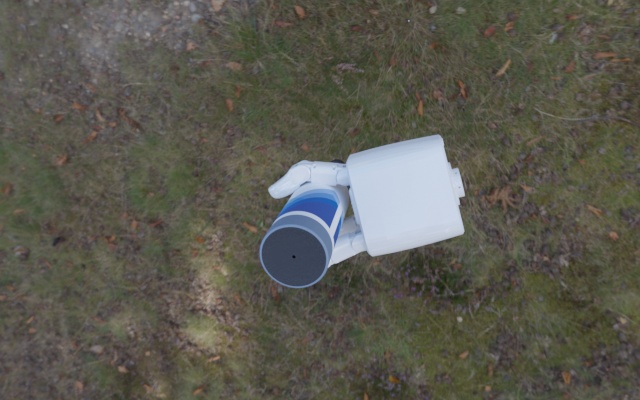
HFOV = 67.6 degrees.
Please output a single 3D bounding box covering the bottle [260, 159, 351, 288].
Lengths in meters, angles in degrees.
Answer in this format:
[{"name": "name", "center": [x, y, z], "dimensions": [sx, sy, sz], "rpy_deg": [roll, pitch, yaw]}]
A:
[{"name": "bottle", "center": [0.000, 0.002, 0.579], "dimensions": [0.069, 0.069, 0.295], "rpy_deg": [0, 20, 11]}]
